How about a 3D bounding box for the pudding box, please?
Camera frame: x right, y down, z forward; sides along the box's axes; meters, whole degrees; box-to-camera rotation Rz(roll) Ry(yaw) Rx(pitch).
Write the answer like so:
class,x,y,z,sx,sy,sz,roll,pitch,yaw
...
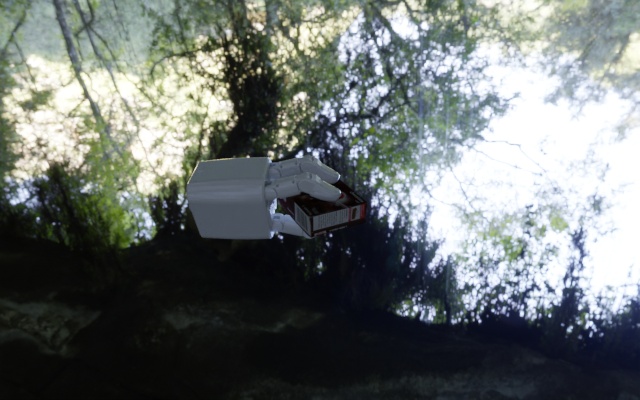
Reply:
class,x,y,z,sx,sy,sz,roll,pitch,yaw
pudding box,0.000,0.002,0.680,0.090,0.039,0.113,-14,35,-23
